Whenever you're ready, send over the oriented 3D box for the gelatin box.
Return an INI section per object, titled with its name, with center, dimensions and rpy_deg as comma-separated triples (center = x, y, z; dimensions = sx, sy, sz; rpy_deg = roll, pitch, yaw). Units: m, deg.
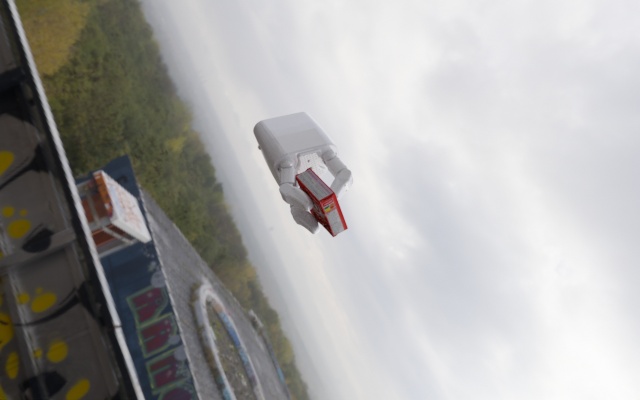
[gelatin box]
center = 0.001, 0.002, 0.717
dimensions = 0.030, 0.073, 0.089
rpy_deg = -30, 39, -11
